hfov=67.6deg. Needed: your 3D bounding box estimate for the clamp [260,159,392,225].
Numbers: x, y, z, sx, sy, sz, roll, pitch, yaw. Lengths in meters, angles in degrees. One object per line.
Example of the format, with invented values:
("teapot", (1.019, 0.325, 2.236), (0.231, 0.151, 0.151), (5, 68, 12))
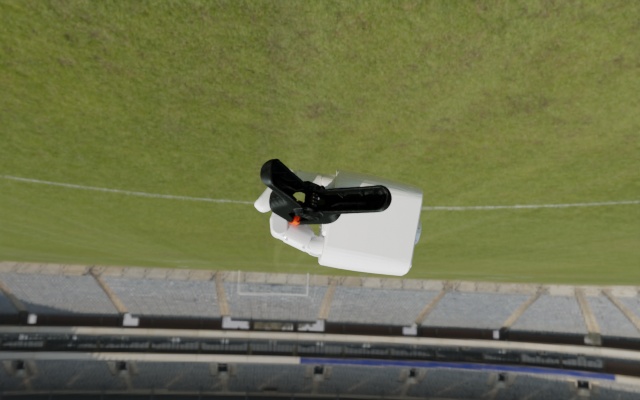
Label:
("clamp", (0.000, 0.002, 0.488), (0.120, 0.039, 0.171), (17, -11, -2))
